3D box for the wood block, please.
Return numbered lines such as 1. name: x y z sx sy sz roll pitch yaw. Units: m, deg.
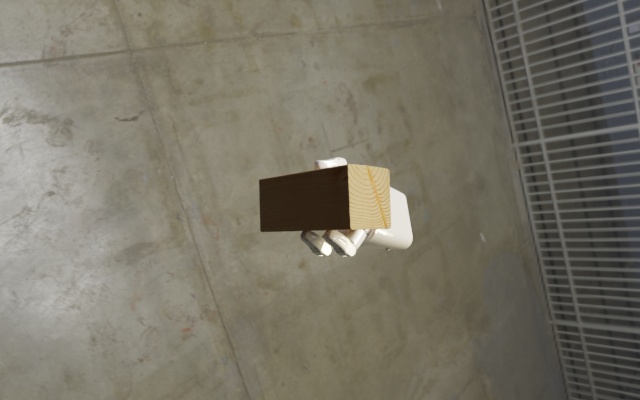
1. wood block: 0.000 0.002 0.742 0.090 0.091 0.206 2 -5 -43
